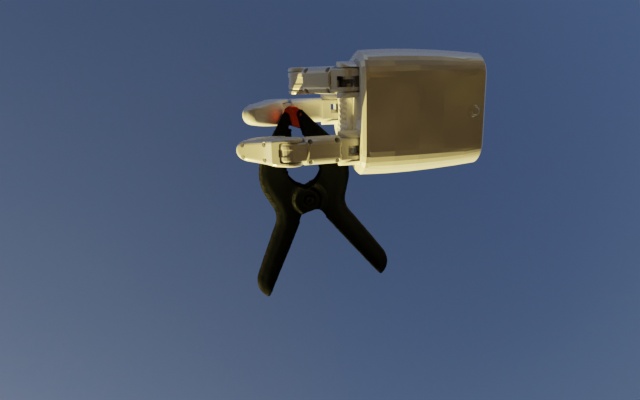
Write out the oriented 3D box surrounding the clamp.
[{"bbox_3d":[0.000,0.001,0.429,0.120,0.171,0.039,-4,15,-10],"label":"clamp"}]
